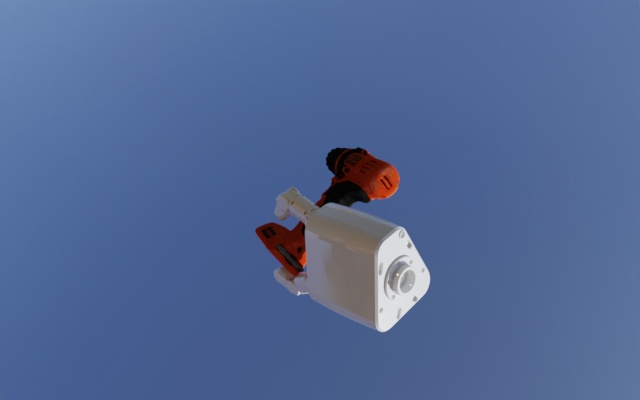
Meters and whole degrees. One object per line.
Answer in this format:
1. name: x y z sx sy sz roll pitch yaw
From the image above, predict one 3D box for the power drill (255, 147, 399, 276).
1. power drill: 0.000 0.003 0.644 0.057 0.187 0.184 47 -4 -21
